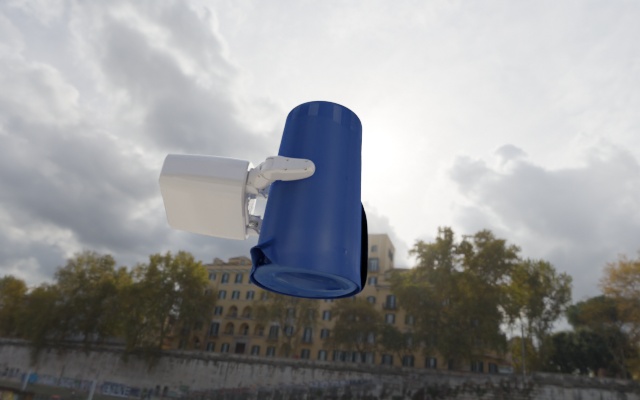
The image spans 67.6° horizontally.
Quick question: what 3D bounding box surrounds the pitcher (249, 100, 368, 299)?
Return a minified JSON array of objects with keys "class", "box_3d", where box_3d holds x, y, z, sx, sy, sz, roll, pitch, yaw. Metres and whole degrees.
[{"class":"pitcher","box_3d":[0.000,0.002,0.620,0.145,0.242,0.149,6,-25,2]}]
